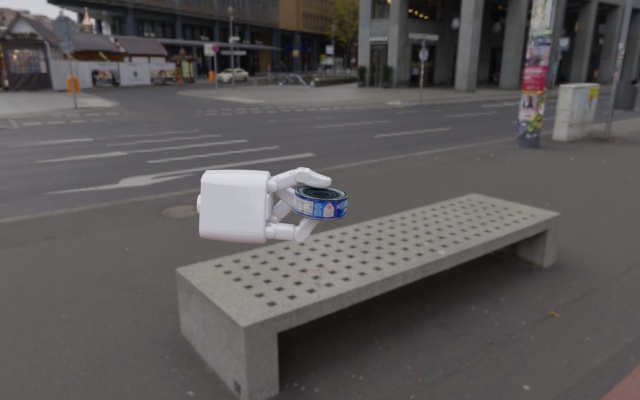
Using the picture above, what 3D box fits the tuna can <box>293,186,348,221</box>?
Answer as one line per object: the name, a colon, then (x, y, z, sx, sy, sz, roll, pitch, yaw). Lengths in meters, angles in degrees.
tuna can: (0.000, 0.002, 0.757, 0.086, 0.034, 0.086, 6, 16, -2)
